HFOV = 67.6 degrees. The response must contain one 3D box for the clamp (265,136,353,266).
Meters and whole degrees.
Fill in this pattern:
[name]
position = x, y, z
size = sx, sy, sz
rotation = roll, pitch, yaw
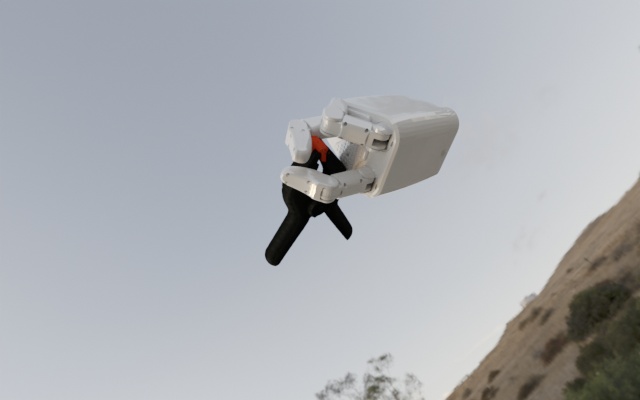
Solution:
[clamp]
position = 0.000, 0.001, 0.561
size = 0.120, 0.172, 0.039
rotation = -15, 48, -35
